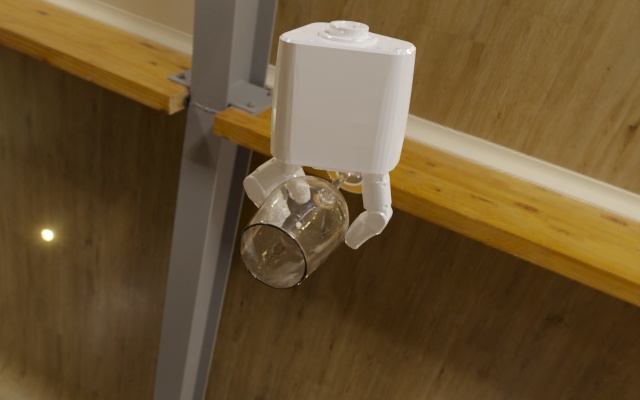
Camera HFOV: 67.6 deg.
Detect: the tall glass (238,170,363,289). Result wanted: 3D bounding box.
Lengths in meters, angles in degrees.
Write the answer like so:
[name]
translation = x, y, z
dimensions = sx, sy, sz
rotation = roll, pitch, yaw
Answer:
[tall glass]
translation = 0.000, 0.001, 0.457
dimensions = 0.079, 0.079, 0.201
rotation = 0, 26, 26
